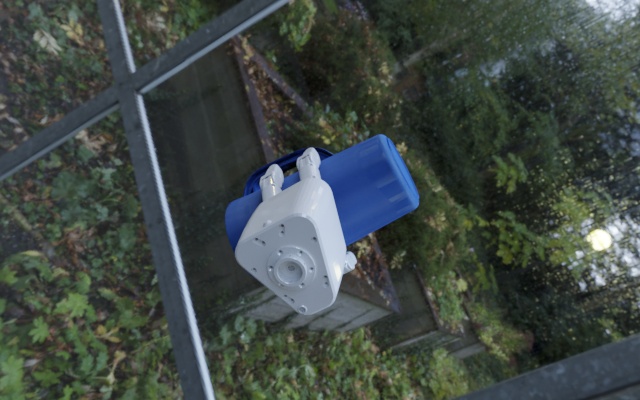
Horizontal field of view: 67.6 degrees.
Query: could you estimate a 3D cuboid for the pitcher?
[{"bbox_3d":[0.000,0.002,0.652,0.243,0.149,0.145,-27,13,16],"label":"pitcher"}]
